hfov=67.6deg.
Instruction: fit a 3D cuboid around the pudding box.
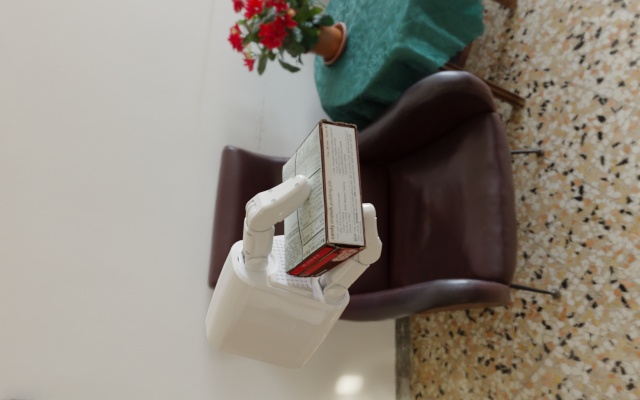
[{"bbox_3d":[0.000,0.001,0.412,0.039,0.113,0.090,6,-25,-25],"label":"pudding box"}]
